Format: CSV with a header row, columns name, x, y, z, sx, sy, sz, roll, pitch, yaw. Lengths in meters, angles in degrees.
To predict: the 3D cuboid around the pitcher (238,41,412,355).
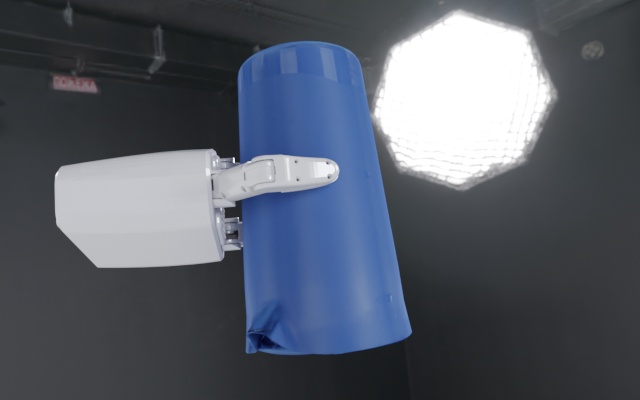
name,x,y,z,sx,sy,sz,roll,pitch,yaw
pitcher,0.000,0.001,0.410,0.145,0.243,0.149,-5,-8,-8
